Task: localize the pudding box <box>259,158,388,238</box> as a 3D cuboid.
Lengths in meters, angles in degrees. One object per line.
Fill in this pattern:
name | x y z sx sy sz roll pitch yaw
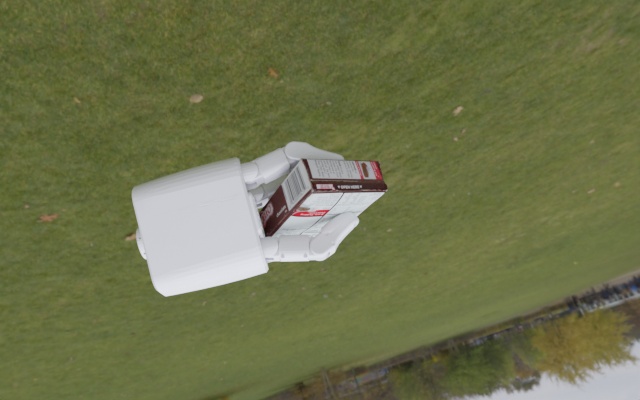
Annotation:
pudding box | 0.000 0.002 0.488 0.090 0.039 0.113 -2 -25 -32
